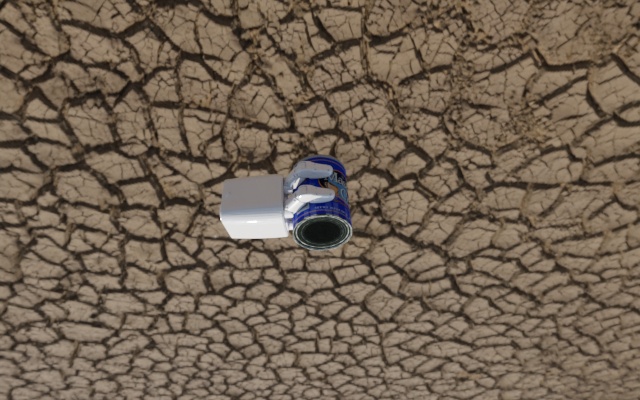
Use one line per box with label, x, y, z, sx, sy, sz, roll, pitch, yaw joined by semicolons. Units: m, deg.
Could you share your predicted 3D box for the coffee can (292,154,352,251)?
coffee can;0.000;0.003;0.852;0.103;0.140;0.103;-2;-40;-2
